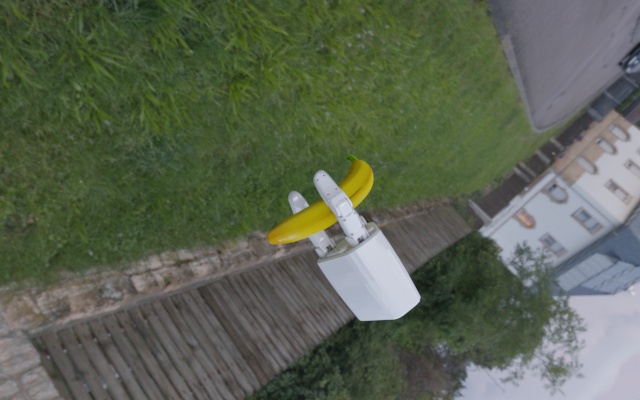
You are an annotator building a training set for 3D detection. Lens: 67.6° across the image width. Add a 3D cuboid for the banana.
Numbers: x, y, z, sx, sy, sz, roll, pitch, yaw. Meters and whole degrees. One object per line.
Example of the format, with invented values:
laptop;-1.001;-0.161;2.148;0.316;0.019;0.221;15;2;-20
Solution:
banana;0.015;0.000;0.627;0.069;0.037;0.197;0;33;45
